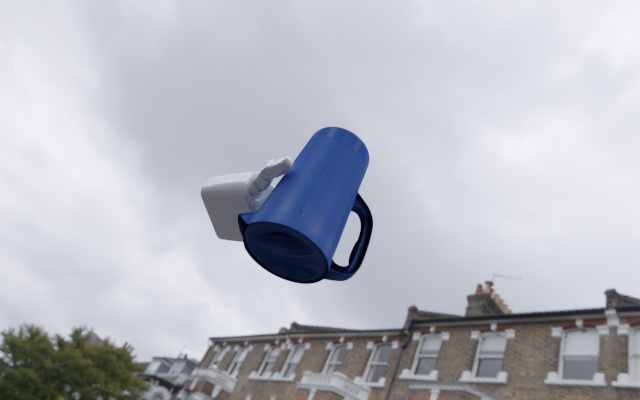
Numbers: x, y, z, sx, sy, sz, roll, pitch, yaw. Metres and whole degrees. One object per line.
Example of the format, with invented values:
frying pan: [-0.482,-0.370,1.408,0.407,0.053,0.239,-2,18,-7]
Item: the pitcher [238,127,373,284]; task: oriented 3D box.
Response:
pitcher: [0.000,0.002,0.737,0.145,0.149,0.242,-4,42,34]
